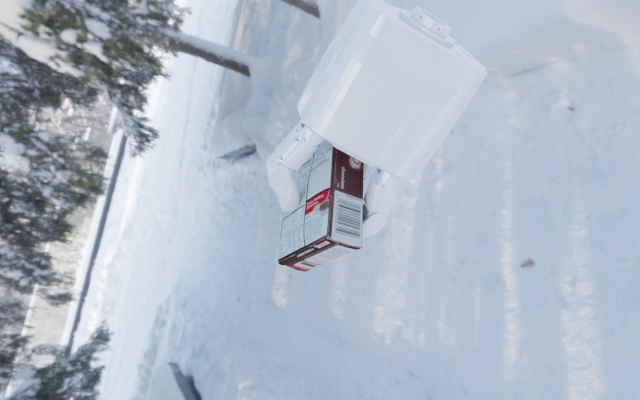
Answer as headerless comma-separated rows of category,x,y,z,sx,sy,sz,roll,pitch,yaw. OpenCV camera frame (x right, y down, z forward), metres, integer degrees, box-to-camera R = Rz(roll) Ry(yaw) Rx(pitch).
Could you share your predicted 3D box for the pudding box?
pudding box,0.000,0.001,0.453,0.039,0.113,0.090,20,-31,-27
